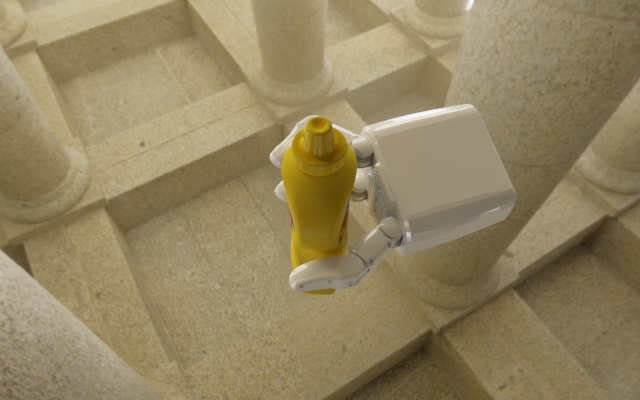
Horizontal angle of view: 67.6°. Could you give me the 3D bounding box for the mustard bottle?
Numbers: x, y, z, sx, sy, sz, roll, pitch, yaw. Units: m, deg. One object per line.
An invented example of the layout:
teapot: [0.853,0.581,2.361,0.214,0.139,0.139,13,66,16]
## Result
mustard bottle: [0.000,0.002,0.406,0.058,0.096,0.192,4,-33,3]
